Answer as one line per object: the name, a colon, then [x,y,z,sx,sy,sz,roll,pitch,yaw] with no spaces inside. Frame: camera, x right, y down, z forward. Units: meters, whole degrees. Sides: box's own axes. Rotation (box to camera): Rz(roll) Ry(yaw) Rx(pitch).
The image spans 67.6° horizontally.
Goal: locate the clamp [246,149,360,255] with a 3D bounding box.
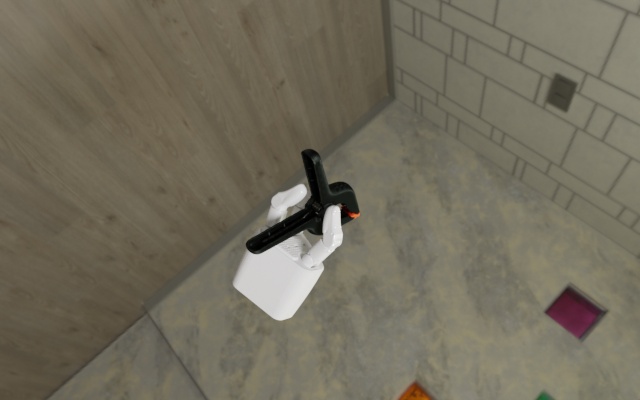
clamp: [0.001,0.003,0.696,0.036,0.165,0.210,43,25,29]
